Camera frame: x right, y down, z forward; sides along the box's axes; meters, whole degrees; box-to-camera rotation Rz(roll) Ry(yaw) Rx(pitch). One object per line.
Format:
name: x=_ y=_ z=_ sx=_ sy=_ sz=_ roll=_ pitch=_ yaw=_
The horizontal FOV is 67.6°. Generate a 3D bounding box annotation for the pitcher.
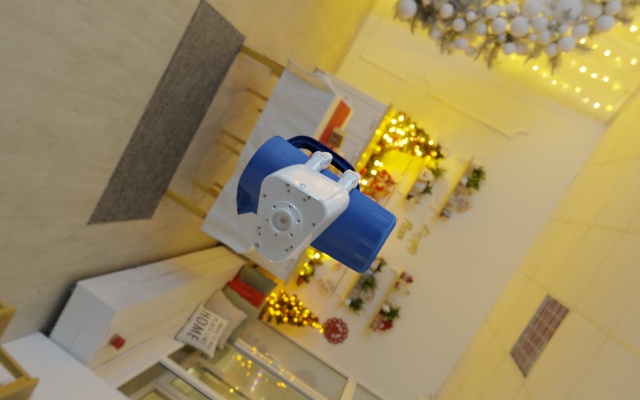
pitcher: x=0.000 y=0.003 z=0.771 sx=0.243 sy=0.149 sz=0.145 roll=32 pitch=15 yaw=9
